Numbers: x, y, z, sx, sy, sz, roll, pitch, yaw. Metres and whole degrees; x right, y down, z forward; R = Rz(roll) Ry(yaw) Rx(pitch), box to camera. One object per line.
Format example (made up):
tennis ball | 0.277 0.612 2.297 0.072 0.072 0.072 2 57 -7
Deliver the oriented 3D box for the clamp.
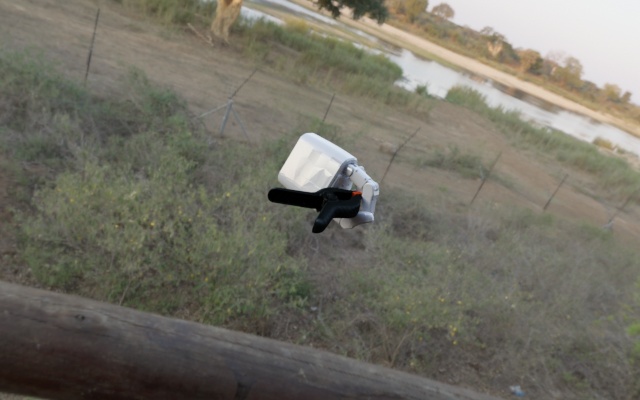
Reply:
clamp | 0.001 0.002 0.778 0.120 0.039 0.171 35 26 25
